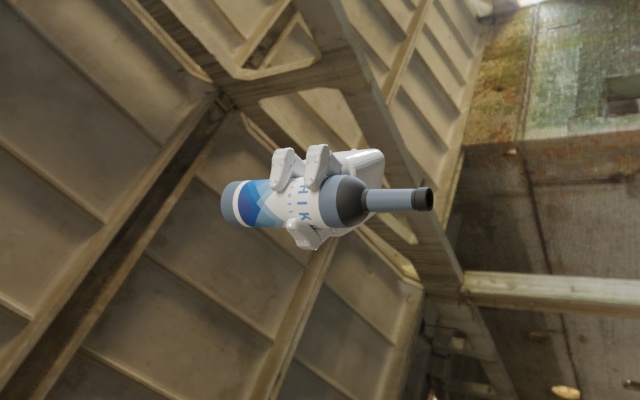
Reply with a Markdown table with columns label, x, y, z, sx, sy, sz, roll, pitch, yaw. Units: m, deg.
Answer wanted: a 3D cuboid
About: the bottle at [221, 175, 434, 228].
| label | x | y | z | sx | sy | sz | roll | pitch | yaw |
| --- | --- | --- | --- | --- | --- | --- | --- | --- | --- |
| bottle | 0.000 | 0.002 | 0.616 | 0.296 | 0.069 | 0.069 | -2 | -1 | 34 |
